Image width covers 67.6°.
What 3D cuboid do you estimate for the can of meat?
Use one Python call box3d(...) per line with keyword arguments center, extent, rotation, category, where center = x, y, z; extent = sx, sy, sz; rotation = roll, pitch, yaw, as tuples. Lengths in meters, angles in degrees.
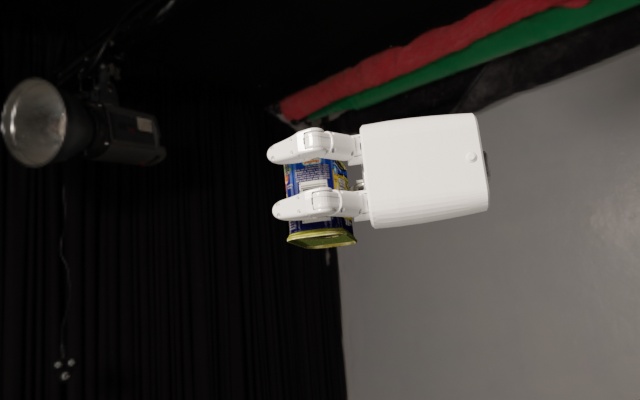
box3d(center=(0.000, 0.001, 0.486), extent=(0.057, 0.084, 0.102), rotation=(-8, -12, 12), category="can of meat")
